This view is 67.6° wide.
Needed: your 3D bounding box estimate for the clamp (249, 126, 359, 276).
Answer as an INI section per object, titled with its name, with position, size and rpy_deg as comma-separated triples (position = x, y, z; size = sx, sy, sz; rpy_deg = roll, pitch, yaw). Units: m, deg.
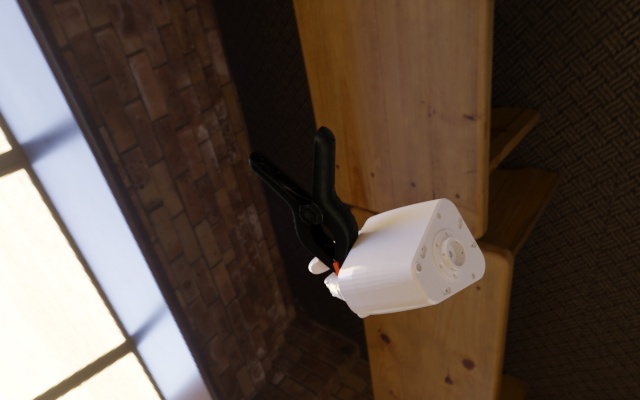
[clamp]
position = 0.000, 0.002, 0.524
size = 0.120, 0.171, 0.039
rpy_deg = -22, 14, 49
